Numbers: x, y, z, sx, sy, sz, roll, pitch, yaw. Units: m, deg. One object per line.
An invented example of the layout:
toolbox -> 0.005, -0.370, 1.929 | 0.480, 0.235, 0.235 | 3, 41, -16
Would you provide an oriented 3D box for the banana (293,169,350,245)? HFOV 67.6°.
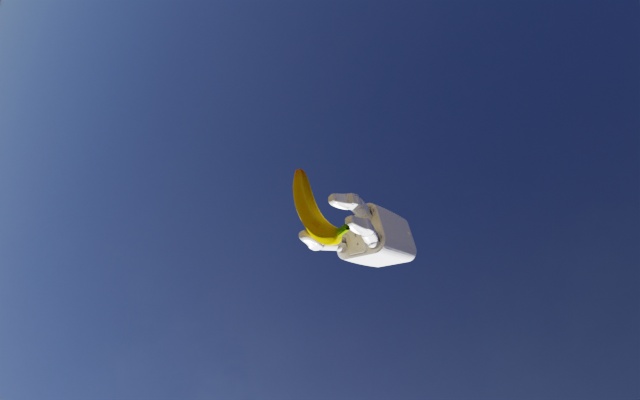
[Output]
banana -> -0.008, 0.020, 0.824 | 0.037, 0.070, 0.197 | 19, 21, -40
